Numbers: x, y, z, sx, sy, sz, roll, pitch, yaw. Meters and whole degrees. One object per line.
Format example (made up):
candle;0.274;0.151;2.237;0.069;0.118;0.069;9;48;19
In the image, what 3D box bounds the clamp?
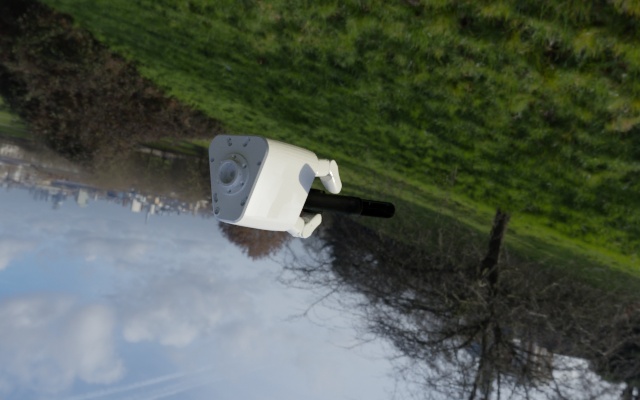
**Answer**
clamp;-0.001;0.003;0.704;0.210;0.036;0.164;7;-1;31
